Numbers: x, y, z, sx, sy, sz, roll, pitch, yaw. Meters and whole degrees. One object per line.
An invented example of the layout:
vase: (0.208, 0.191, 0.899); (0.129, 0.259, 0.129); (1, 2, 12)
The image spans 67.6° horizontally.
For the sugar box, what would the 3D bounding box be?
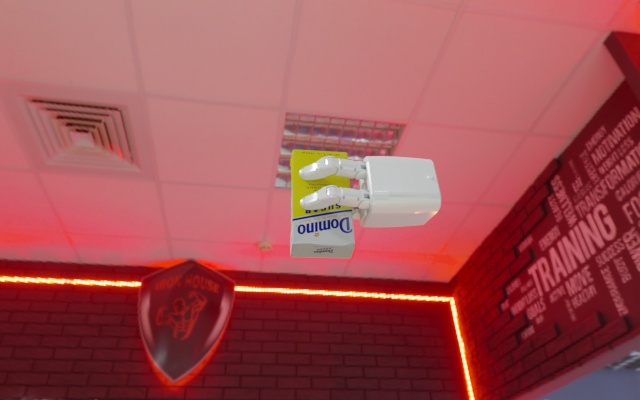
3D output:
sugar box: (0.000, 0.002, 0.739); (0.093, 0.176, 0.048); (1, -37, -7)
